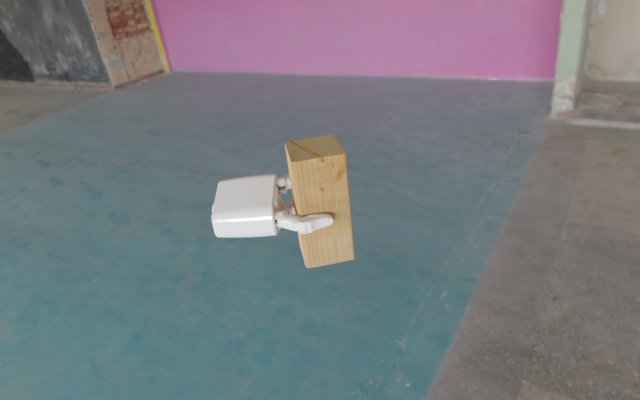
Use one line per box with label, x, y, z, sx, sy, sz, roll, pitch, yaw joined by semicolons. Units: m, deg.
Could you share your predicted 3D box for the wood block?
wood block;0.000;0.003;0.830;0.090;0.206;0.090;-10;29;-6
